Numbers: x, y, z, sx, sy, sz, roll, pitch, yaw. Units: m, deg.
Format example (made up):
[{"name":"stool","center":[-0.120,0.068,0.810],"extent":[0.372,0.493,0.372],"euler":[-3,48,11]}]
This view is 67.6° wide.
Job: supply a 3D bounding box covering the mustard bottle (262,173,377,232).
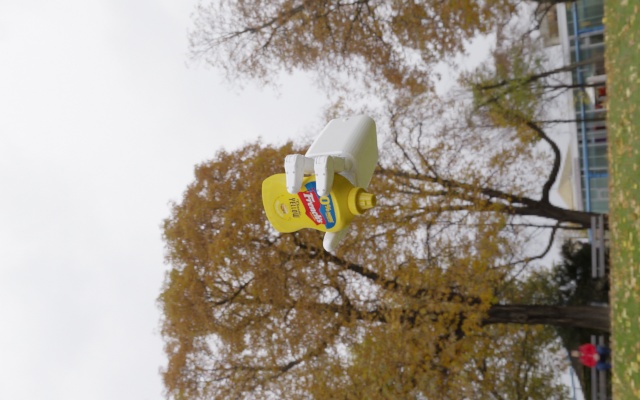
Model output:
[{"name":"mustard bottle","center":[0.000,0.003,0.749],"extent":[0.191,0.096,0.058],"euler":[-2,18,34]}]
